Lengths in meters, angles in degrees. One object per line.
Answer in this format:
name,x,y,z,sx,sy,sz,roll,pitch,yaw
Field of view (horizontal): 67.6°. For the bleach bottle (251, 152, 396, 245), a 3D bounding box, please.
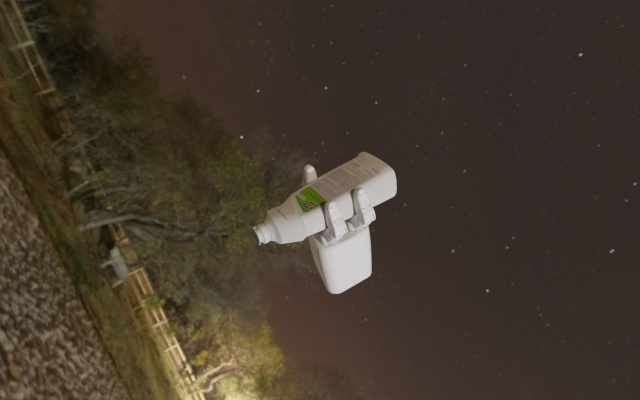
bleach bottle,0.000,0.003,0.787,0.251,0.068,0.102,-25,37,-23
